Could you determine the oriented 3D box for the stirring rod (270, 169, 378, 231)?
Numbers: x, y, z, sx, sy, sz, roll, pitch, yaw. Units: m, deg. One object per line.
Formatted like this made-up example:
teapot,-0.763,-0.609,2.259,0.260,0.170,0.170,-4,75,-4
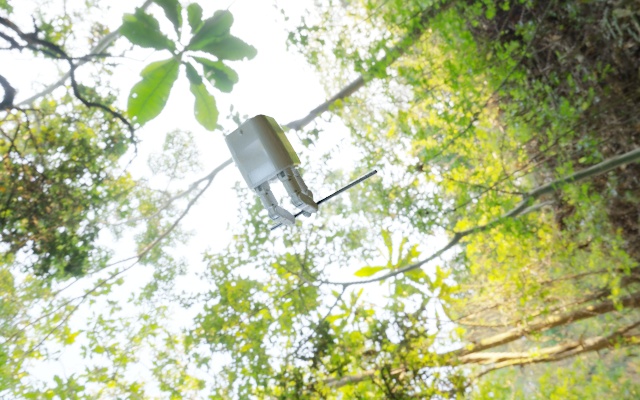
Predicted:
stirring rod,0.000,0.003,0.852,0.239,0.011,0.011,-29,-15,28
